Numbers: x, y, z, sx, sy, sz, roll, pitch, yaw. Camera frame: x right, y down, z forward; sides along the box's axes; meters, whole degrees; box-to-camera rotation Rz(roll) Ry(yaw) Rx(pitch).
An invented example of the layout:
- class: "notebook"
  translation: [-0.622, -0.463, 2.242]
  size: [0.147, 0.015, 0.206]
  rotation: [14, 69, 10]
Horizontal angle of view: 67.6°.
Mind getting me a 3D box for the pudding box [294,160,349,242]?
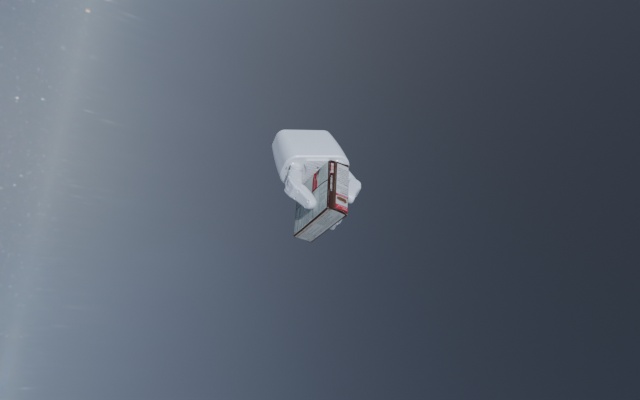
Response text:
- class: "pudding box"
  translation: [0.000, 0.002, 0.745]
  size: [0.039, 0.090, 0.113]
  rotation: [17, -34, -23]
